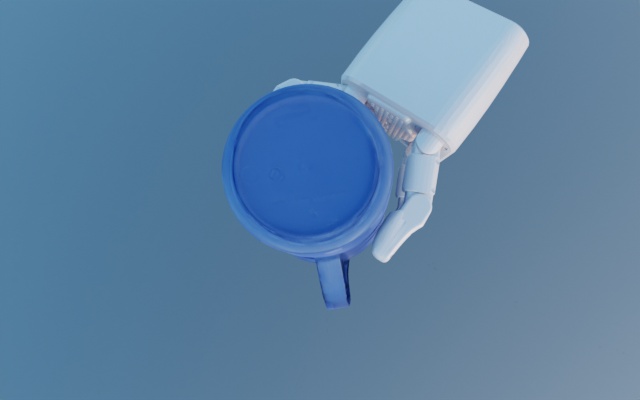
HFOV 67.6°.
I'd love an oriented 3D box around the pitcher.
[{"bbox_3d":[0.000,0.001,0.406,0.149,0.145,0.243,36,-2,6],"label":"pitcher"}]
